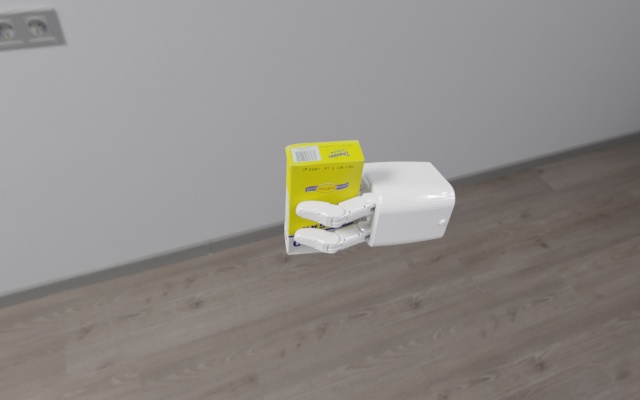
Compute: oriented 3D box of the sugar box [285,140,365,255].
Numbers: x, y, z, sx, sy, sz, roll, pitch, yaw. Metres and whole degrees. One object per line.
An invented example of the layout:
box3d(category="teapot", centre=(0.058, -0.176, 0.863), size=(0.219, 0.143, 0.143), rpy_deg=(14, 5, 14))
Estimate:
box3d(category="sugar box", centre=(0.000, 0.002, 0.637), size=(0.093, 0.176, 0.048), rpy_deg=(-4, 45, -8))
